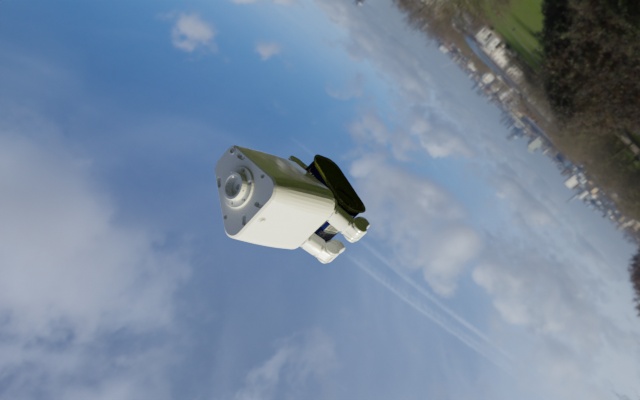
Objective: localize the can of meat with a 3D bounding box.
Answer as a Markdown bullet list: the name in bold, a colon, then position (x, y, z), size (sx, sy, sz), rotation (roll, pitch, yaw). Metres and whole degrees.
- **can of meat**: position (0.000, 0.002, 0.667), size (0.084, 0.102, 0.057), rotation (-44, -30, 22)
